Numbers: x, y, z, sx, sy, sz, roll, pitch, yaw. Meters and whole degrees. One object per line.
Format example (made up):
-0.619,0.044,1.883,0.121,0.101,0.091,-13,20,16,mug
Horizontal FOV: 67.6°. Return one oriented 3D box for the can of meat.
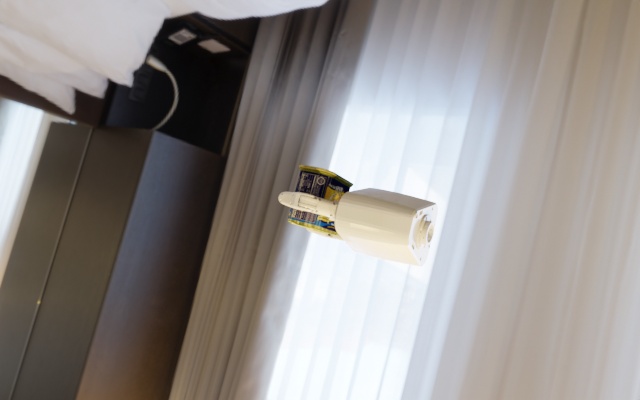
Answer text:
0.000,0.003,0.701,0.057,0.084,0.102,12,-5,27,can of meat
